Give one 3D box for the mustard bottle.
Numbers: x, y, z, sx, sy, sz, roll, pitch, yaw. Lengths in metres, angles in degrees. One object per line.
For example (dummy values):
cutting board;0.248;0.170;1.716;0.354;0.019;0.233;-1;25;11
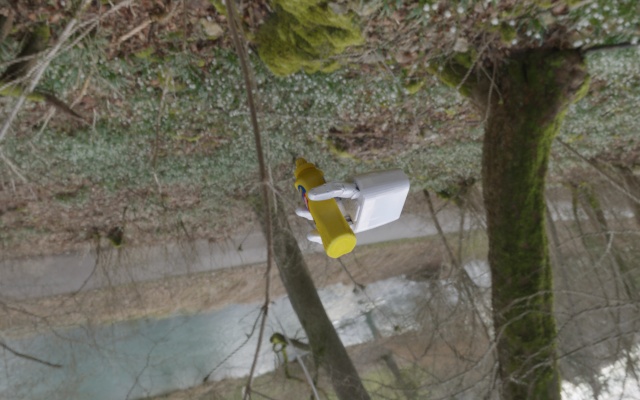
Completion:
mustard bottle;0.000;0.003;0.857;0.058;0.191;0.096;-24;-24;-3
